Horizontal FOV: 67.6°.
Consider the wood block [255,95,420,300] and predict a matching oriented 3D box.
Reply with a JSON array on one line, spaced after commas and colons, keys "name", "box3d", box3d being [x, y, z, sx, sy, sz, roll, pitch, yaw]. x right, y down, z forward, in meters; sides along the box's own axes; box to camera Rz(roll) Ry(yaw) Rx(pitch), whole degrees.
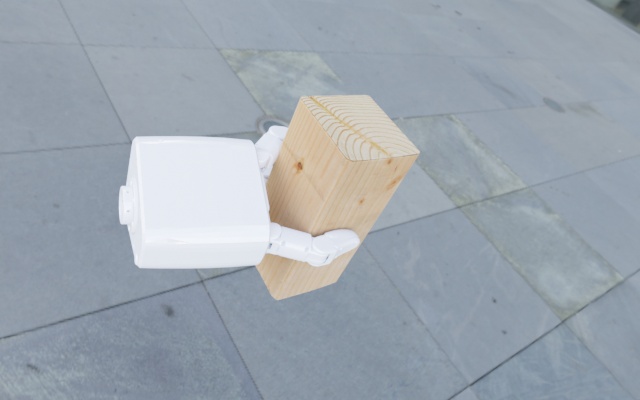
[{"name": "wood block", "box3d": [0.000, 0.002, 0.500, 0.090, 0.090, 0.206, -10, -38, -36]}]
